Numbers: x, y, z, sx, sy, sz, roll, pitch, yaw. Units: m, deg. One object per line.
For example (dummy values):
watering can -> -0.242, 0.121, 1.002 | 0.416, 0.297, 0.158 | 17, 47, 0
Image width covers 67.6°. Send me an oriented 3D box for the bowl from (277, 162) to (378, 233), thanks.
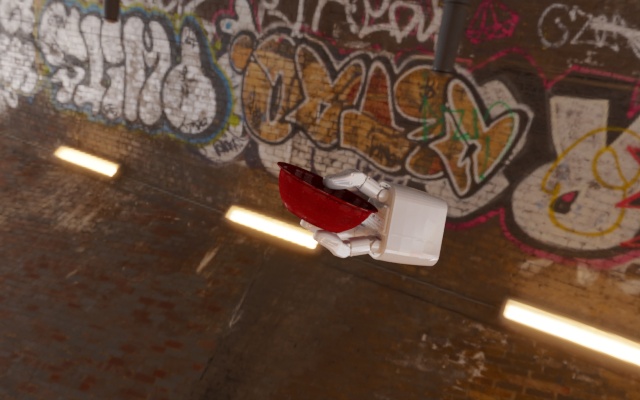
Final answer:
bowl -> -0.001, 0.002, 0.692 | 0.162, 0.055, 0.162 | 26, 8, -4
